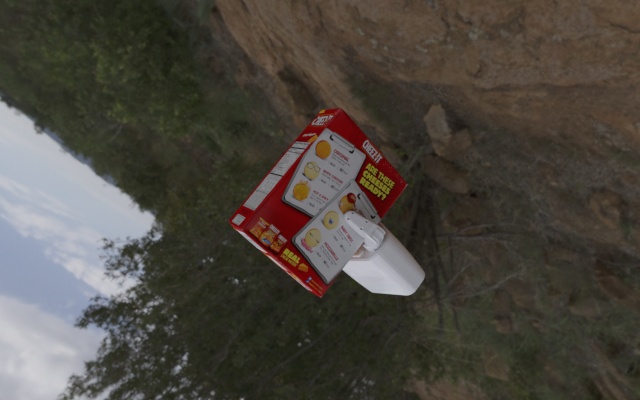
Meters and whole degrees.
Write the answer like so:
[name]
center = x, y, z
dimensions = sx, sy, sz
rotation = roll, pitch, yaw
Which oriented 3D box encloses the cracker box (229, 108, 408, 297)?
[cracker box]
center = 0.000, 0.002, 0.682
dimensions = 0.164, 0.213, 0.072
rotation = 44, -13, -27
